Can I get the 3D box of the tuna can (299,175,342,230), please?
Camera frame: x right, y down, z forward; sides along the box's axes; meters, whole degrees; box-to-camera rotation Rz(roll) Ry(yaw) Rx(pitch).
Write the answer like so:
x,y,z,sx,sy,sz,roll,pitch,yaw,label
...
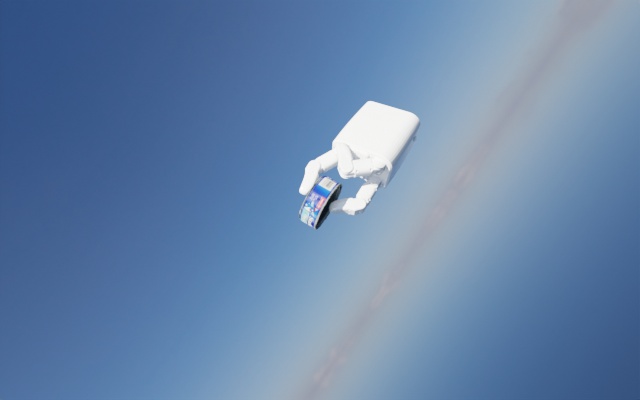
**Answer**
x,y,z,sx,sy,sz,roll,pitch,yaw,label
0.000,0.002,0.780,0.034,0.086,0.086,30,6,10,tuna can
